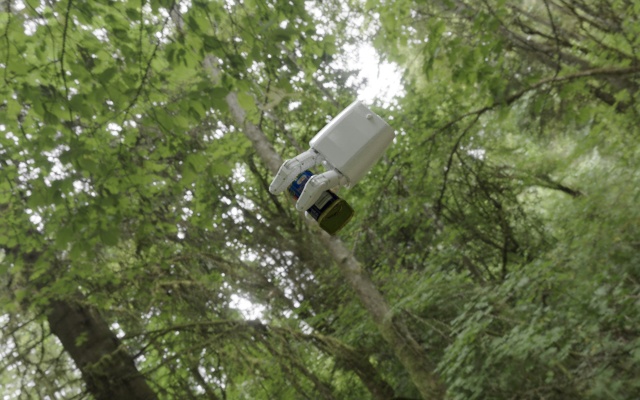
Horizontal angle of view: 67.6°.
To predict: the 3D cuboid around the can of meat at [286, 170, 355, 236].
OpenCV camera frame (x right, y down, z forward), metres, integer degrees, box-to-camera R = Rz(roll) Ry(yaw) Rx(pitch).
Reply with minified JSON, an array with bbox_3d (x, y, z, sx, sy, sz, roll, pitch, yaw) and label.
[{"bbox_3d":[0.000,0.002,0.778,0.084,0.057,0.102,44,0,23],"label":"can of meat"}]
